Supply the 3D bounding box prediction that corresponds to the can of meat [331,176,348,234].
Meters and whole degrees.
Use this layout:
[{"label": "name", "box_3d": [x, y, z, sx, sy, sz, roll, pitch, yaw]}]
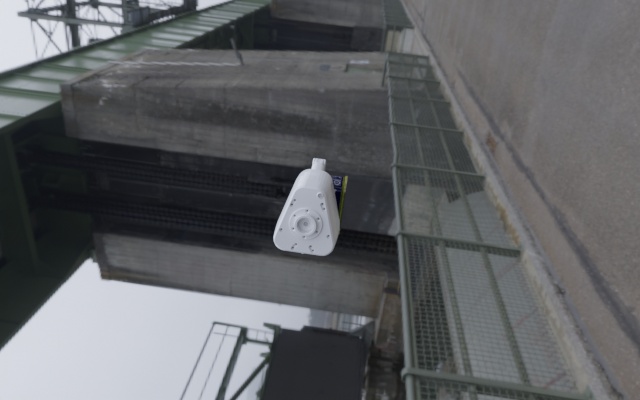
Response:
[{"label": "can of meat", "box_3d": [0.000, 0.003, 0.853, 0.084, 0.102, 0.057, 8, 21, 2]}]
